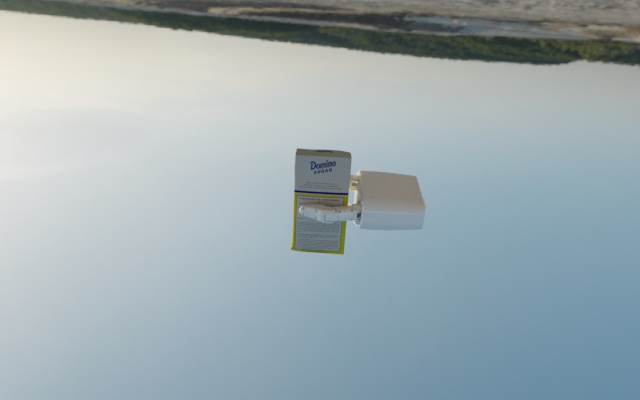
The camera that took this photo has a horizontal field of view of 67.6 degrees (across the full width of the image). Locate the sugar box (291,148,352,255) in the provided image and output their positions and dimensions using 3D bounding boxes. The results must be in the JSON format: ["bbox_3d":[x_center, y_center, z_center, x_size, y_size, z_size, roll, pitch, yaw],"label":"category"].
[{"bbox_3d":[0.000,0.003,0.807,0.093,0.176,0.048,4,20,-1],"label":"sugar box"}]
